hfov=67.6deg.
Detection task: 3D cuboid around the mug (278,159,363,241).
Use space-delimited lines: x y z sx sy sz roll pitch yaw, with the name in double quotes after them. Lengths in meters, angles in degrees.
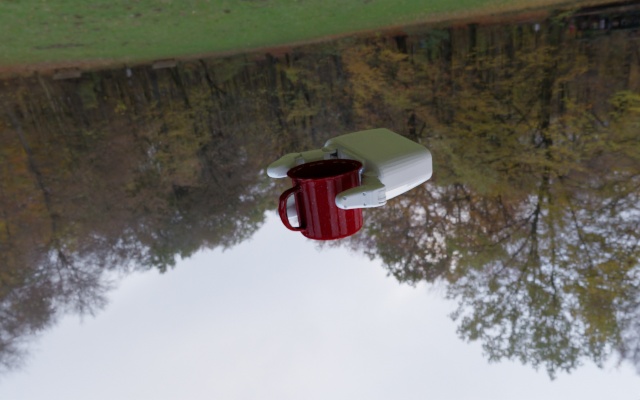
-0.001 0.003 0.585 0.117 0.081 0.093 -20 21 -36 "mug"
